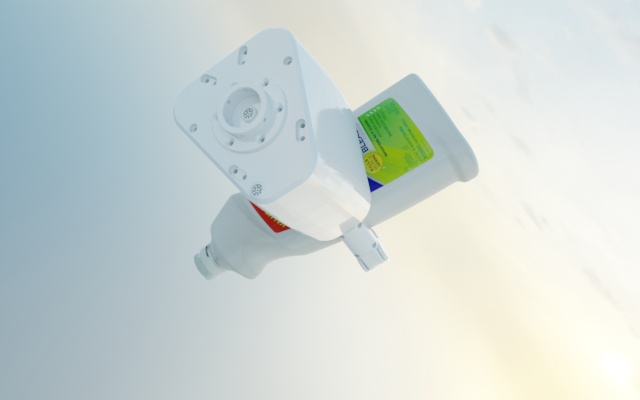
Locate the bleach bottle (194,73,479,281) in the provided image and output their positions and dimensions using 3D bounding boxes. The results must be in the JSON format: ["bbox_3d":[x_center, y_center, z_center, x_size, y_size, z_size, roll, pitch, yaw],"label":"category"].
[{"bbox_3d":[0.000,0.001,0.415,0.251,0.102,0.068,-33,-23,10],"label":"bleach bottle"}]
